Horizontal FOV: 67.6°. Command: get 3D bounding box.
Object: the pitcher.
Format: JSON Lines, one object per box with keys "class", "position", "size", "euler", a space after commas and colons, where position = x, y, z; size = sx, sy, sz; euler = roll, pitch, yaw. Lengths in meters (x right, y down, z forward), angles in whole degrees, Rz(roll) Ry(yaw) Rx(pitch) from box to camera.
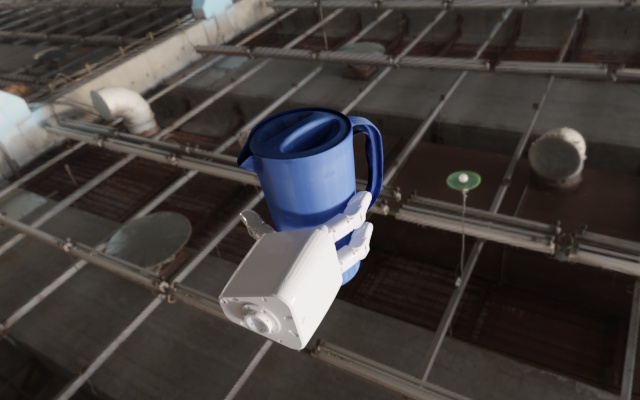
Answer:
{"class": "pitcher", "position": [0.000, 0.002, 0.659], "size": [0.149, 0.243, 0.145], "euler": [9, 41, 25]}
